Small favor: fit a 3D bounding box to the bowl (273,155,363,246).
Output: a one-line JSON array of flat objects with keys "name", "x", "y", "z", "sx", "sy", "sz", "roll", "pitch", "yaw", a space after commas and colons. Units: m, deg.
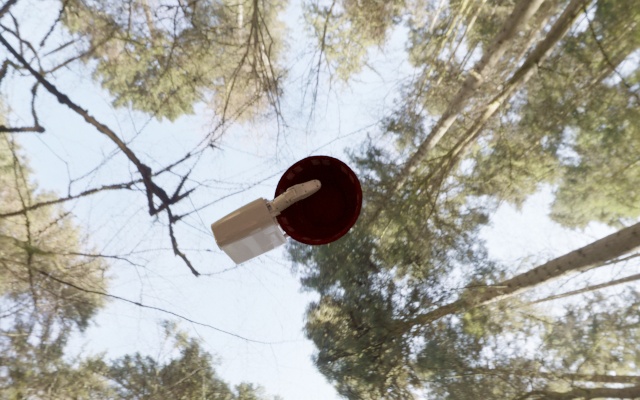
[{"name": "bowl", "x": 0.002, "y": 0.003, "z": 0.855, "sx": 0.162, "sy": 0.162, "sz": 0.055, "roll": 0, "pitch": -11, "yaw": 16}]
